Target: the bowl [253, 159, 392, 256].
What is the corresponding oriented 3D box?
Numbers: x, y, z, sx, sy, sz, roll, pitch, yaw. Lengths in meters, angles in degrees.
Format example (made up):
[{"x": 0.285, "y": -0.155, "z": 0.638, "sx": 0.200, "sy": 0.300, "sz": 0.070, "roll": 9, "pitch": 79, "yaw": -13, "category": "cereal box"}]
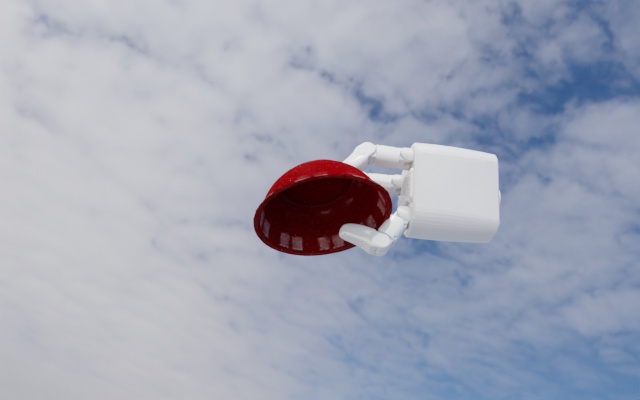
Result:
[{"x": -0.001, "y": 0.001, "z": 0.564, "sx": 0.162, "sy": 0.055, "sz": 0.162, "roll": -7, "pitch": -36, "yaw": -5, "category": "bowl"}]
